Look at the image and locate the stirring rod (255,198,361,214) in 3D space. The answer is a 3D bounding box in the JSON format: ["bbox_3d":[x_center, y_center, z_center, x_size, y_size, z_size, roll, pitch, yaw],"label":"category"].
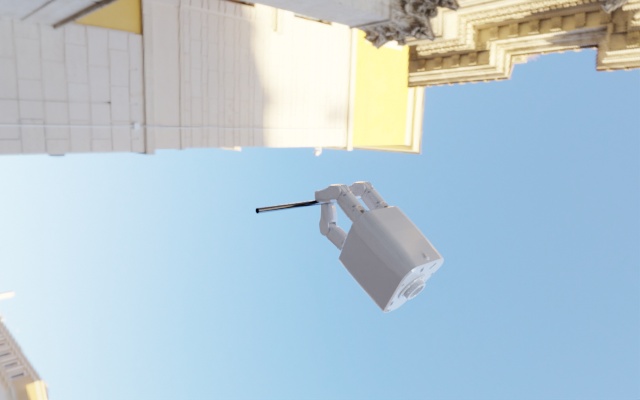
[{"bbox_3d":[0.000,0.002,0.718,0.011,0.011,0.239,0,5,45],"label":"stirring rod"}]
